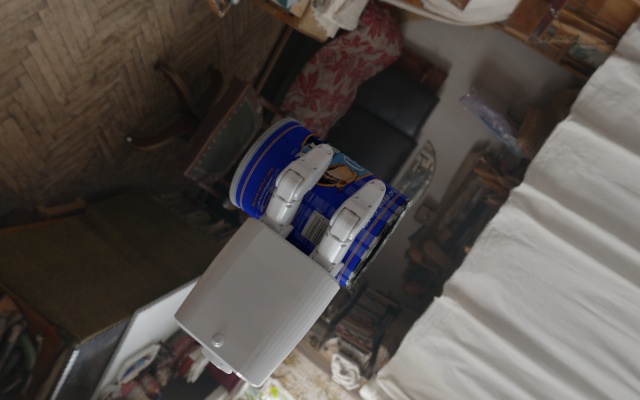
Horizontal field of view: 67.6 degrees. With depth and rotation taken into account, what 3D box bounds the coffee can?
[{"bbox_3d":[0.000,0.001,0.456,0.140,0.103,0.103,36,9,12],"label":"coffee can"}]
